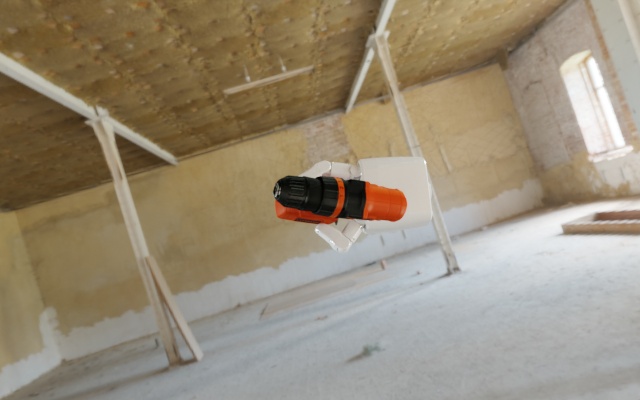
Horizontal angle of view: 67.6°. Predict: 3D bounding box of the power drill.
[{"bbox_3d":[0.000,0.002,0.674,0.184,0.057,0.187,9,-5,-24],"label":"power drill"}]
